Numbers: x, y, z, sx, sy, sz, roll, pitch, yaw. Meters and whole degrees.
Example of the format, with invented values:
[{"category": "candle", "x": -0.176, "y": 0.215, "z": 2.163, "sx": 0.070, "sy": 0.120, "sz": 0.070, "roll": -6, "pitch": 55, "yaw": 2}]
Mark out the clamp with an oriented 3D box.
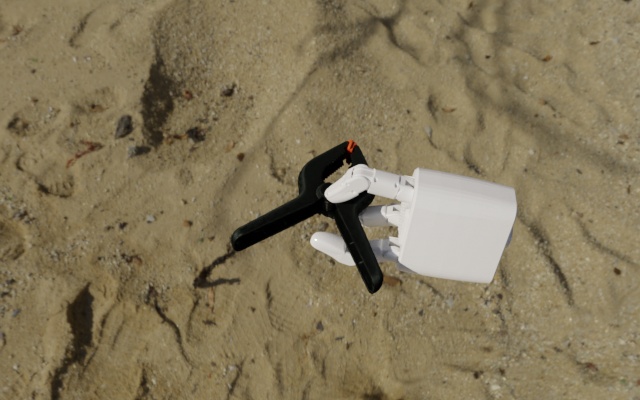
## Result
[{"category": "clamp", "x": 0.001, "y": 0.001, "z": 0.553, "sx": 0.164, "sy": 0.209, "sz": 0.036, "roll": 12, "pitch": -42, "yaw": 3}]
